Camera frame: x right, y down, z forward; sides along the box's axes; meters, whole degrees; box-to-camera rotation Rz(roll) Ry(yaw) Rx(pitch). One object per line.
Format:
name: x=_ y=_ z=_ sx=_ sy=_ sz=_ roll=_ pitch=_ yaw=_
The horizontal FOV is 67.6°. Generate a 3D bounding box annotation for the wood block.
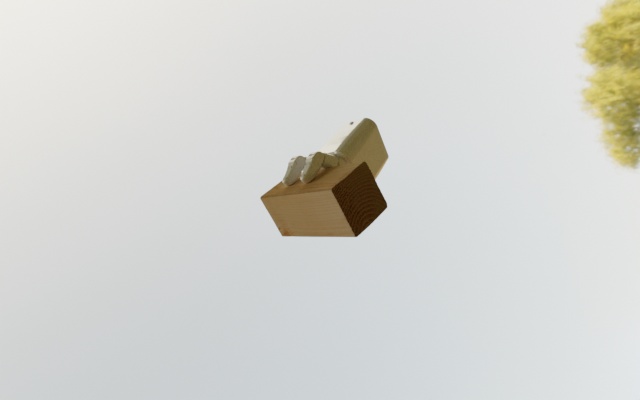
wood block: x=0.000 y=0.003 z=0.823 sx=0.090 sy=0.091 sz=0.206 roll=-41 pitch=21 yaw=-32
